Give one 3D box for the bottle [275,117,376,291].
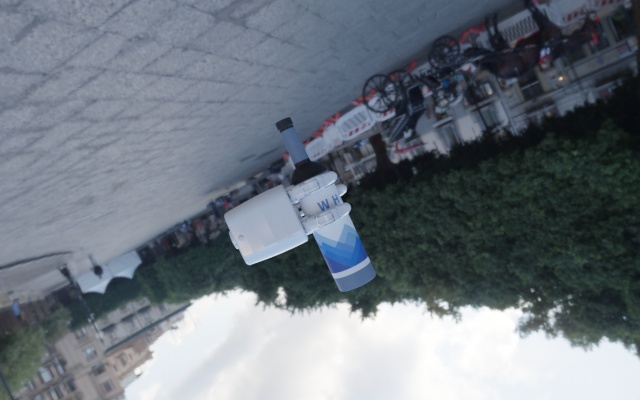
[{"bbox_3d":[0.000,0.003,0.787,0.069,0.296,0.069,-25,3,1],"label":"bottle"}]
